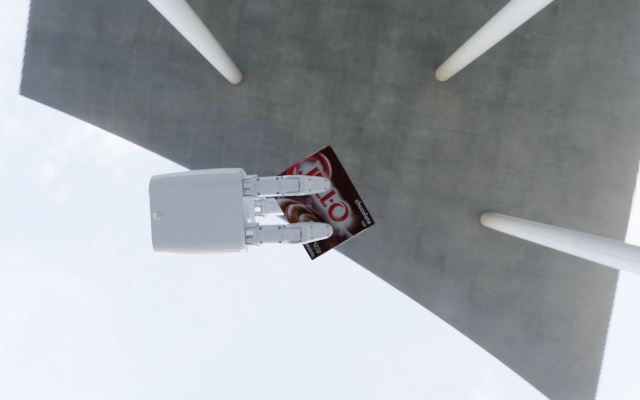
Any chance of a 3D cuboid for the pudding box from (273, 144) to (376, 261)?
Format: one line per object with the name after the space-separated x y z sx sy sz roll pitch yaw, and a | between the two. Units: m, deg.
0.000 0.002 0.583 0.090 0.113 0.039 -30 3 1 | pudding box
